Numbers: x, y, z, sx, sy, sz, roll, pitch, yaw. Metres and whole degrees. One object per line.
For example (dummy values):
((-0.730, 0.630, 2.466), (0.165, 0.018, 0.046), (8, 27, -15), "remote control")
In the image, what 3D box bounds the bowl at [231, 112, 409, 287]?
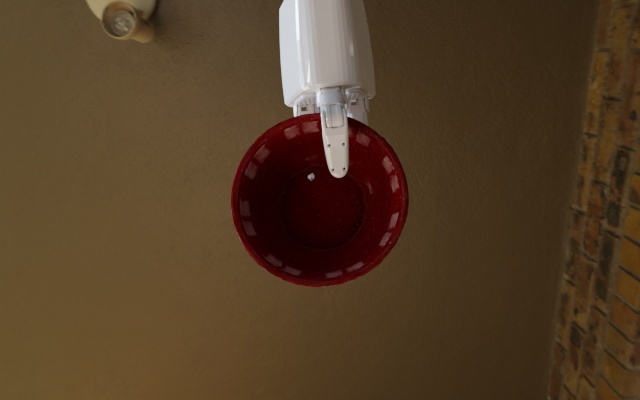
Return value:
((0.000, 0.003, 0.457), (0.162, 0.162, 0.055), (0, -11, 4), "bowl")
